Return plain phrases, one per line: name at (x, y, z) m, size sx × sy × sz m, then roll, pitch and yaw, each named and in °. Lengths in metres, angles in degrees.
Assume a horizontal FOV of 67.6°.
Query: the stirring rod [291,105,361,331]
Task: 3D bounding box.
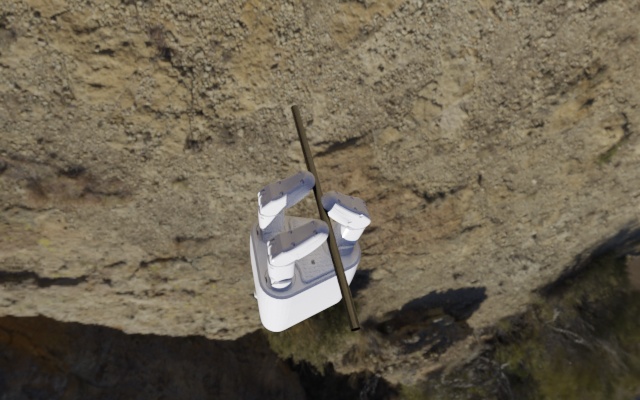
stirring rod at (0.000, 0.001, 0.431) m, size 0.011 × 0.239 × 0.011 m, roll -11°, pitch -33°, yaw -7°
